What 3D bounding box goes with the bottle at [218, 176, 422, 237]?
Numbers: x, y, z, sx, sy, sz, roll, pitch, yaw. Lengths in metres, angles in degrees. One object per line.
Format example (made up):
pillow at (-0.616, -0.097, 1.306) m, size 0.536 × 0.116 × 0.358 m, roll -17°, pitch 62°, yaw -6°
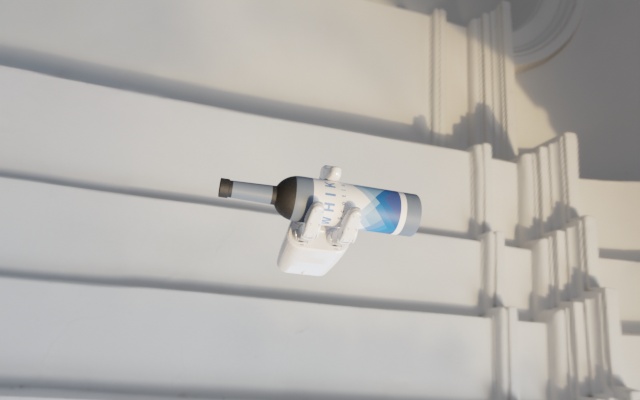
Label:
bottle at (0.000, 0.002, 0.702) m, size 0.296 × 0.069 × 0.069 m, roll 8°, pitch -2°, yaw -14°
